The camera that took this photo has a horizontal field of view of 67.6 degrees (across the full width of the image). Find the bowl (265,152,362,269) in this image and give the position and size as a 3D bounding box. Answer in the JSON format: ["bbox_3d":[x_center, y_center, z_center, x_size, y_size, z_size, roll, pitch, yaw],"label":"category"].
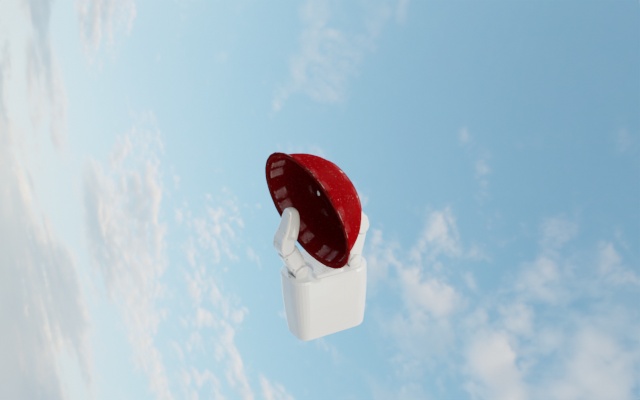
[{"bbox_3d":[0.000,0.001,0.587,0.055,0.162,0.162,-33,15,-25],"label":"bowl"}]
